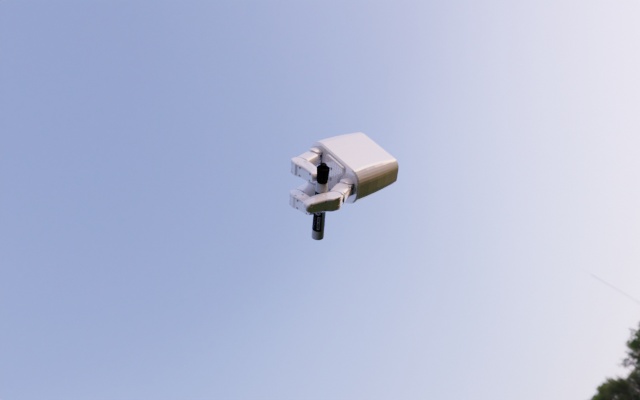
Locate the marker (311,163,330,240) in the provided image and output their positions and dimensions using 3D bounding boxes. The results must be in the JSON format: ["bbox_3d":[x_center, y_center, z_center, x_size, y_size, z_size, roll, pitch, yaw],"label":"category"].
[{"bbox_3d":[0.000,0.002,0.690,0.020,0.121,0.020,4,28,-2],"label":"marker"}]
